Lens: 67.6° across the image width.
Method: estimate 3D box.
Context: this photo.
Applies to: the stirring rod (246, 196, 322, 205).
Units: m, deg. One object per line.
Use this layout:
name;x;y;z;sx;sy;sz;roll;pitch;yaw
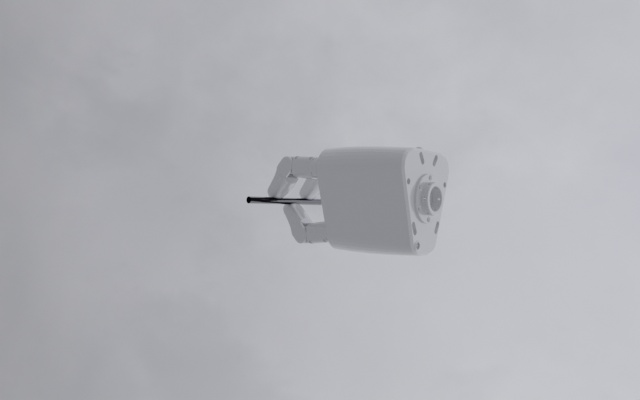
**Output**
stirring rod;0.000;0.002;0.620;0.011;0.011;0.239;0;-1;42
